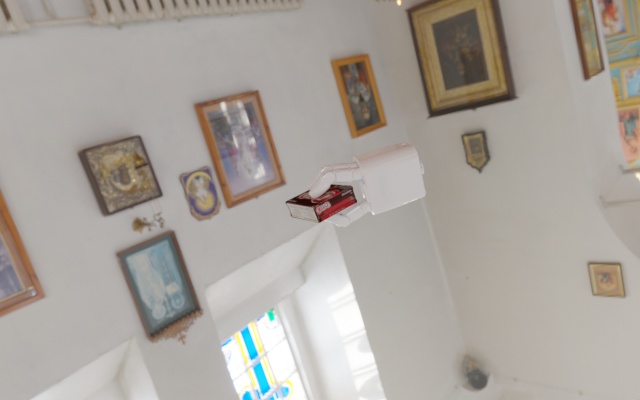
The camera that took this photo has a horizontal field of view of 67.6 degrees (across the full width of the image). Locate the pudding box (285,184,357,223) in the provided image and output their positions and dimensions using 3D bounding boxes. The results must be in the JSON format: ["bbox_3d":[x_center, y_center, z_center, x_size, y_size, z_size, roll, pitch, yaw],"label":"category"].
[{"bbox_3d":[0.000,0.003,0.888,0.090,0.039,0.113,-26,15,-26],"label":"pudding box"}]
